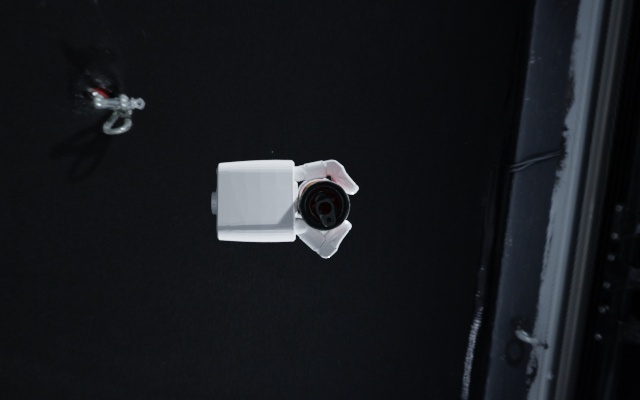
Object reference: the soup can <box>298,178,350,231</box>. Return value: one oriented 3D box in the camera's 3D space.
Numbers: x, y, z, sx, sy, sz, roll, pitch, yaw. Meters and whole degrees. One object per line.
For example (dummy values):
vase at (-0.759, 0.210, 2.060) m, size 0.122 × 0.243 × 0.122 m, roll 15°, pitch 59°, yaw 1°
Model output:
soup can at (0.001, 0.002, 0.681) m, size 0.068 × 0.068 × 0.102 m, roll 0°, pitch 6°, yaw -6°
